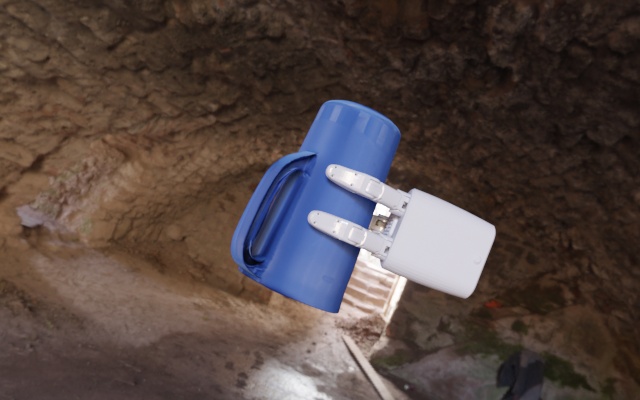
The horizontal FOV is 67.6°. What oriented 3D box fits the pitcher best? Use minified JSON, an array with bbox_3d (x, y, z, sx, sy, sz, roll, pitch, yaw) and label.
[{"bbox_3d":[0.000,0.002,0.583,0.145,0.243,0.149,23,-5,0],"label":"pitcher"}]
